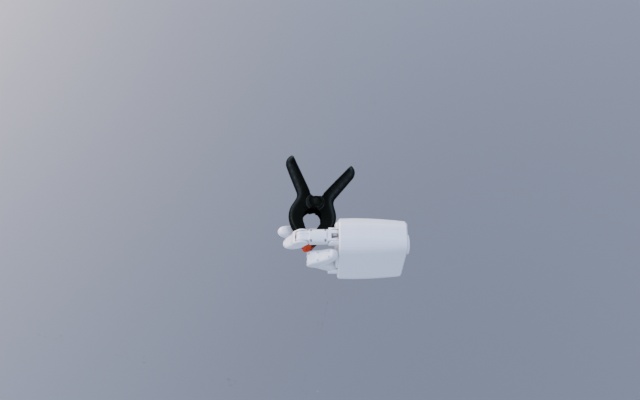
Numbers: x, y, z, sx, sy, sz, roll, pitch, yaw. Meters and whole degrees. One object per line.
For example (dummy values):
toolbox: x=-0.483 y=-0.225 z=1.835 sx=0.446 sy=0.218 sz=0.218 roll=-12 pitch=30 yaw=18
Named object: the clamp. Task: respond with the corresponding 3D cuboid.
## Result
clamp: x=0.000 y=0.003 z=0.805 sx=0.120 sy=0.171 sz=0.039 roll=0 pitch=-22 yaw=0
